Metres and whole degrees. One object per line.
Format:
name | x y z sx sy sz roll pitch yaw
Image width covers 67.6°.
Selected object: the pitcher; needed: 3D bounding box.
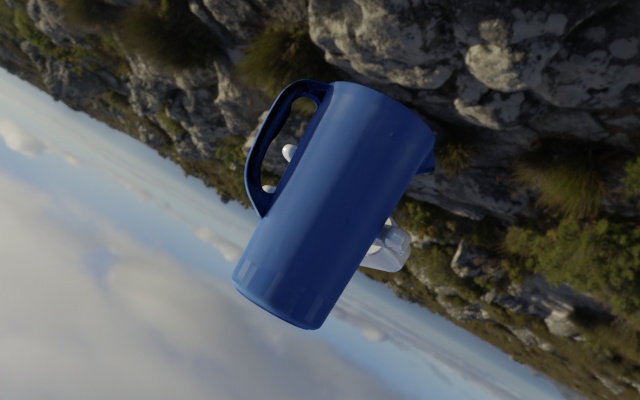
pitcher | 0.000 0.002 0.508 0.149 0.243 0.145 25 -8 32
